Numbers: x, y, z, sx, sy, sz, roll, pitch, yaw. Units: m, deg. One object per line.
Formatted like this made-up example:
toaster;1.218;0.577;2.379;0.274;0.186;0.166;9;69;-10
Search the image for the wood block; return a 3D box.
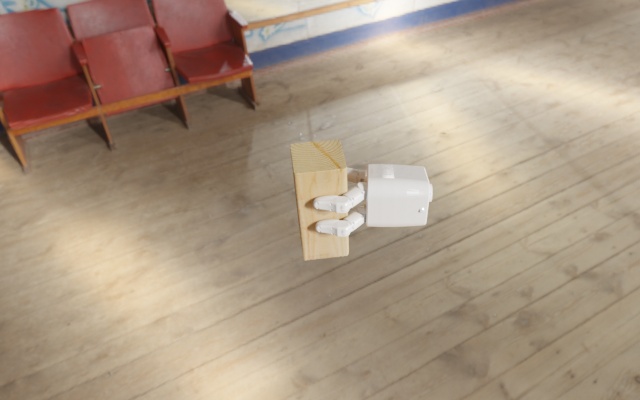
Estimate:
wood block;0.000;0.002;0.868;0.090;0.206;0.090;-6;40;-3
